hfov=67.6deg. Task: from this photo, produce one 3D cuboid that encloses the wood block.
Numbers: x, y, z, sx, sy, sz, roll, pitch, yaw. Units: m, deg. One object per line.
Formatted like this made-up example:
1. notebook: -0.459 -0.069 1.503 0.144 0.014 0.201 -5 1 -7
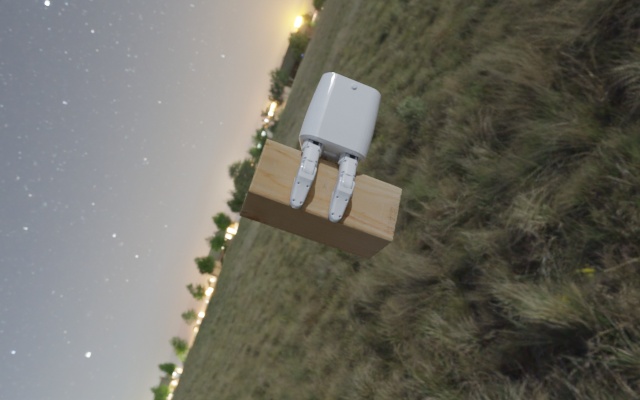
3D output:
1. wood block: 0.000 0.002 0.690 0.206 0.090 0.091 20 -27 -9
